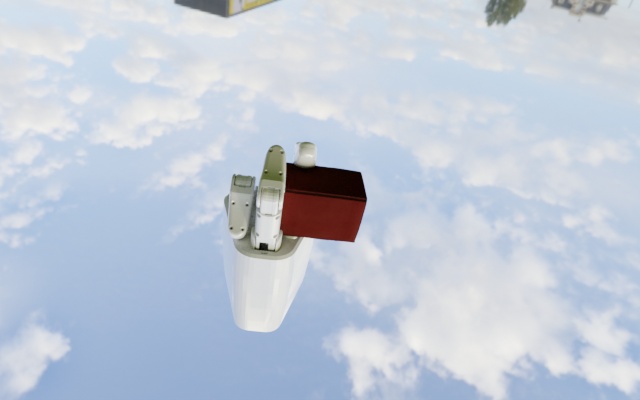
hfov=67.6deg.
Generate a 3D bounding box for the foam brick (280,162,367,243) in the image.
[{"bbox_3d":[0.000,0.002,0.458,0.078,0.051,0.053,7,33,-5],"label":"foam brick"}]
